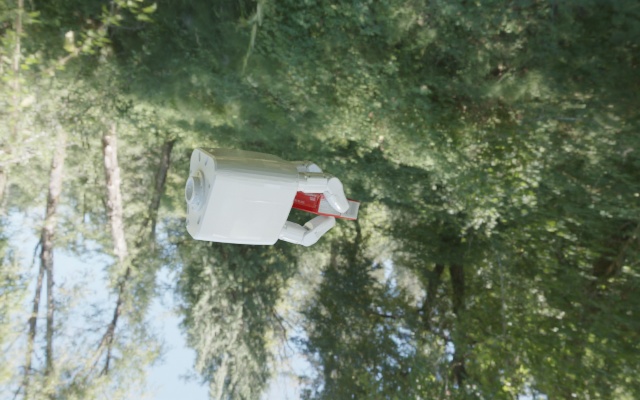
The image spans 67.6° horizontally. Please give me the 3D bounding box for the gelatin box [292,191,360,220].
[{"bbox_3d":[0.000,0.003,0.678,0.073,0.030,0.089,15,3,43],"label":"gelatin box"}]
